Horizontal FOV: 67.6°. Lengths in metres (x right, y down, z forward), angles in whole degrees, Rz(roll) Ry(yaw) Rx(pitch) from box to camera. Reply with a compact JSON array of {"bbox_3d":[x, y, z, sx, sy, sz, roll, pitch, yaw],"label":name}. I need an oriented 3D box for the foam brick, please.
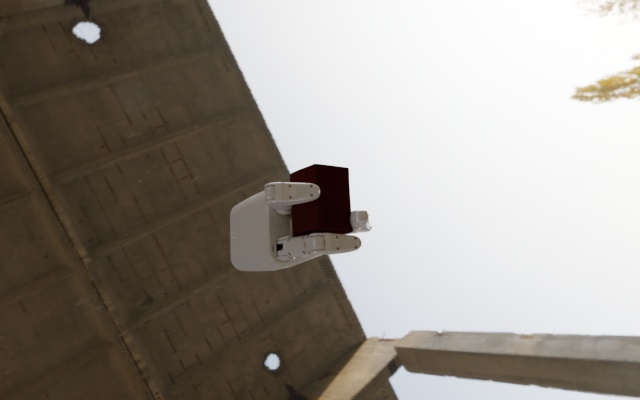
[{"bbox_3d":[0.000,0.002,0.556,0.053,0.078,0.051,6,-14,-37],"label":"foam brick"}]
